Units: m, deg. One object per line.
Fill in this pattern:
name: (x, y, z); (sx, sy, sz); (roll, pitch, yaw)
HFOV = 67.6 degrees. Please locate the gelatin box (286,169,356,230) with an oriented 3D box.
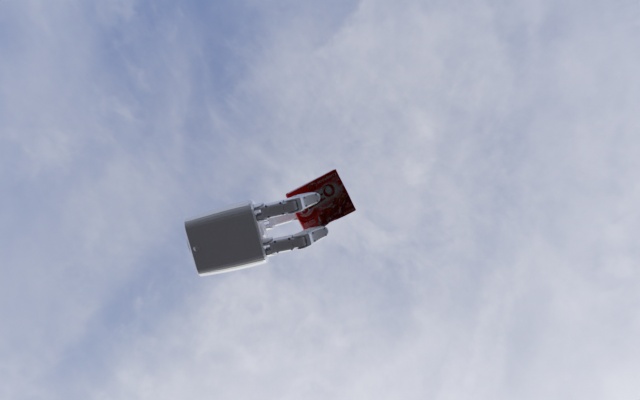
gelatin box: (0.000, 0.002, 0.748); (0.089, 0.073, 0.030); (-27, 5, -3)
